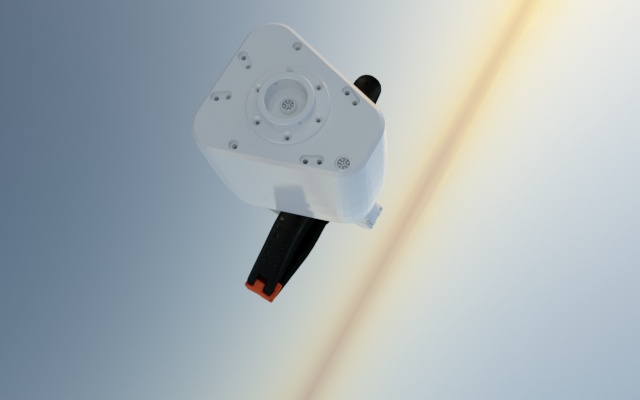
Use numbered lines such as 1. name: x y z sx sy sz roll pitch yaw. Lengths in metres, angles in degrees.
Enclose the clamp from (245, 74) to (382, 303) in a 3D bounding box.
1. clamp: 0.000 0.002 0.463 0.036 0.210 0.165 28 -10 14
